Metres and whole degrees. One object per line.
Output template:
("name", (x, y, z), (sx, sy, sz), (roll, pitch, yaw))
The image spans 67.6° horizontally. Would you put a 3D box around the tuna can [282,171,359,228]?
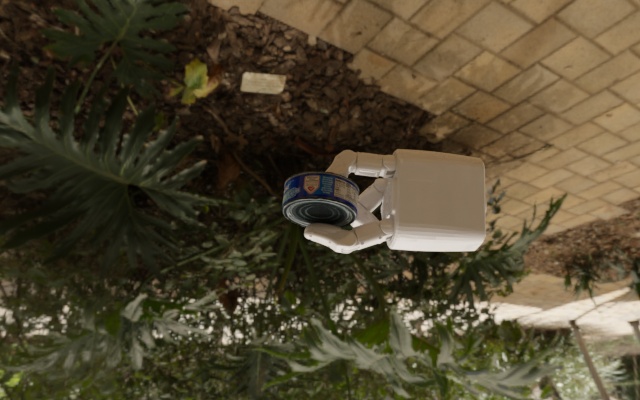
("tuna can", (0.000, 0.002, 0.537), (0.086, 0.033, 0.086), (4, -26, 2))
